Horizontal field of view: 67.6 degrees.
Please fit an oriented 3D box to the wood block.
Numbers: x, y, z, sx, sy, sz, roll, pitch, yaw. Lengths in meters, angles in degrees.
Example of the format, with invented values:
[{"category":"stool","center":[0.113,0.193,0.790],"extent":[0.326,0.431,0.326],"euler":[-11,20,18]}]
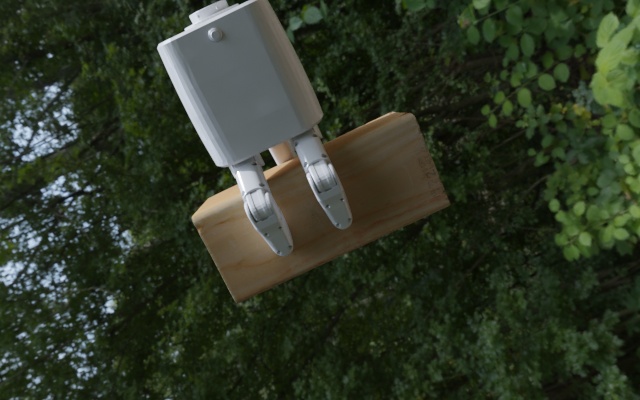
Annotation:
[{"category":"wood block","center":[0.000,0.001,0.450],"extent":[0.206,0.090,0.091],"euler":[-25,12,2]}]
